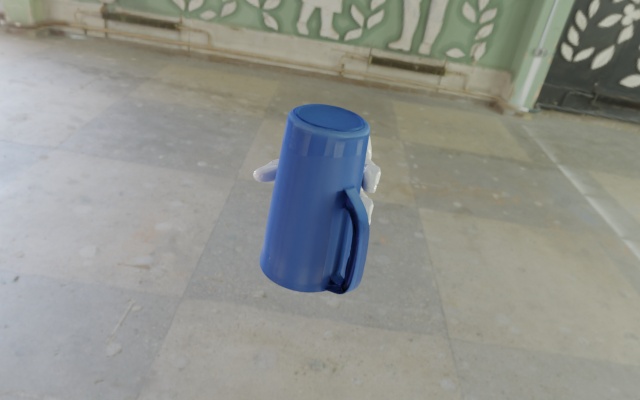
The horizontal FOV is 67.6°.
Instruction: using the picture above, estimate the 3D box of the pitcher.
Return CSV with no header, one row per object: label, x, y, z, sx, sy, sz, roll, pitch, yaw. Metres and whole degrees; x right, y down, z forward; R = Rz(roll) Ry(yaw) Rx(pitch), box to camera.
pitcher,0.000,0.002,0.658,0.149,0.243,0.145,11,29,1
